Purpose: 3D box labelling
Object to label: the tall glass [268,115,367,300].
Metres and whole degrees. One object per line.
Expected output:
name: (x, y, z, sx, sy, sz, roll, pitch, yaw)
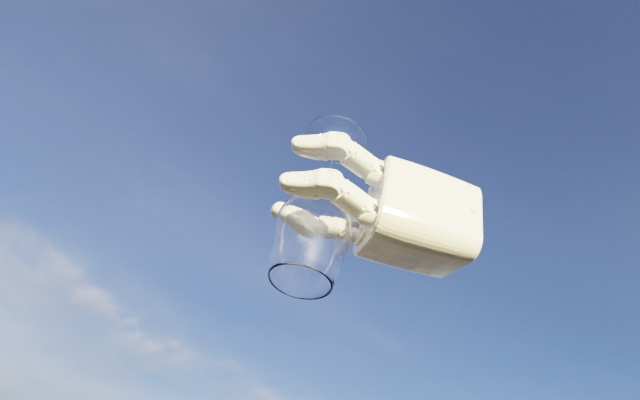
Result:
tall glass: (0.000, 0.001, 0.502, 0.079, 0.201, 0.079, 9, -40, 7)
